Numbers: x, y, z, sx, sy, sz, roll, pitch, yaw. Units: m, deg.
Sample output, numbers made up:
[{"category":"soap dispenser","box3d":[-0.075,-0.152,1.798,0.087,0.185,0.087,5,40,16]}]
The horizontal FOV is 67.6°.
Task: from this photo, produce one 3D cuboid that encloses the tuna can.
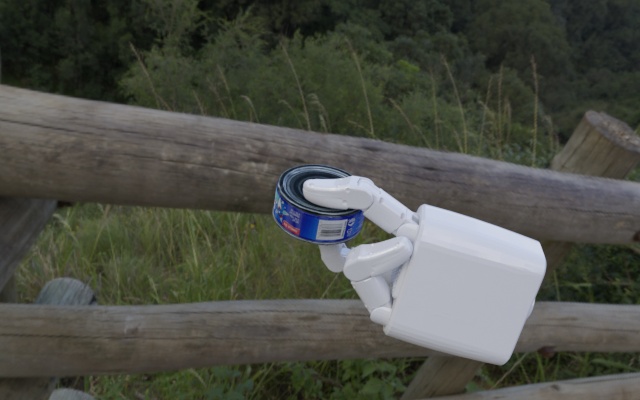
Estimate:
[{"category":"tuna can","box3d":[0.000,0.001,0.440,0.086,0.034,0.086,7,34,-5]}]
